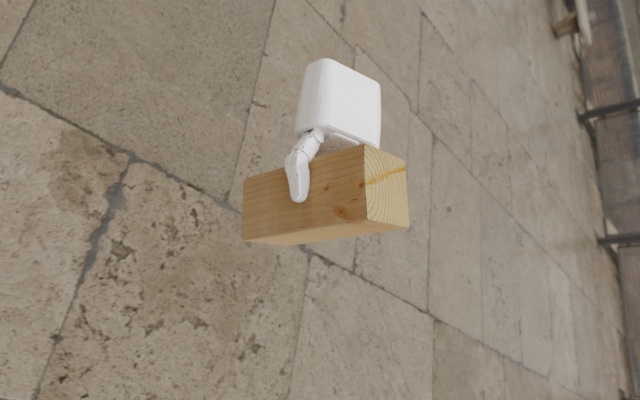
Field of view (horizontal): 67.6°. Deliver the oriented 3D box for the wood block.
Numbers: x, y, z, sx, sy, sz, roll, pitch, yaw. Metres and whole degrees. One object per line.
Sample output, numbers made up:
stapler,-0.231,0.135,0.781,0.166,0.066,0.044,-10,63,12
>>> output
wood block,0.000,0.002,0.621,0.206,0.090,0.091,-13,-18,39
